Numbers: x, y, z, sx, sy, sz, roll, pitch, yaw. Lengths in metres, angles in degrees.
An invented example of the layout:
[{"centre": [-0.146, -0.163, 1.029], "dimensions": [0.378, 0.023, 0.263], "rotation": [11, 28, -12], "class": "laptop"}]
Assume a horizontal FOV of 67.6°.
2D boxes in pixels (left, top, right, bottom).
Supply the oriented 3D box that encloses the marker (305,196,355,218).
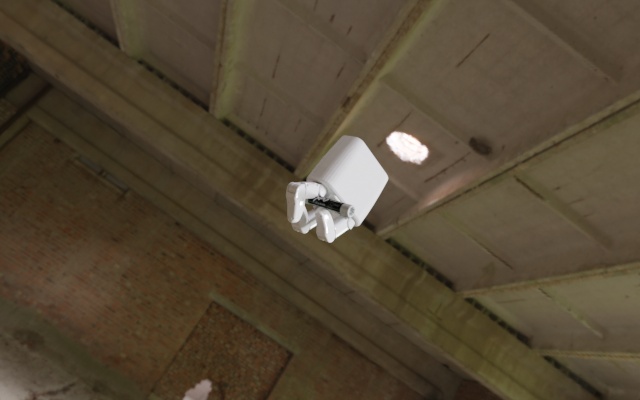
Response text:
[{"centre": [0.000, 0.002, 0.735], "dimensions": [0.121, 0.020, 0.020], "rotation": [17, 10, 38], "class": "marker"}]
